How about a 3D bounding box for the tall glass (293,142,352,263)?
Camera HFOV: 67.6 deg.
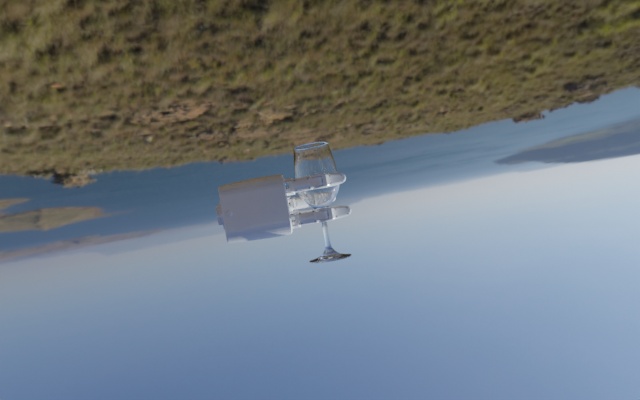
[{"bbox_3d":[0.000,0.003,0.825,0.079,0.201,0.079,-10,-1,0],"label":"tall glass"}]
